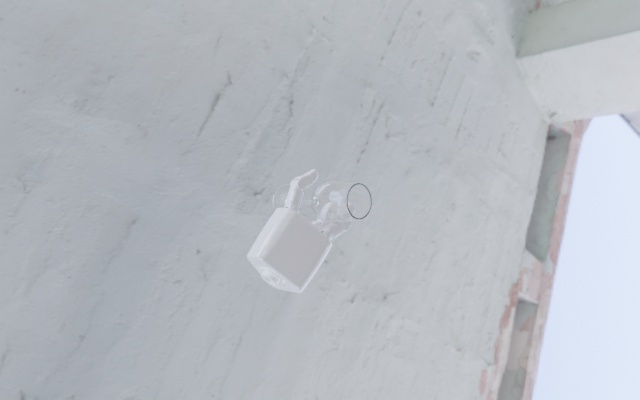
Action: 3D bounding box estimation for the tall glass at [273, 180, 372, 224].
[{"bbox_3d":[0.000,0.003,0.881,0.079,0.079,0.201,0,-1,-42],"label":"tall glass"}]
